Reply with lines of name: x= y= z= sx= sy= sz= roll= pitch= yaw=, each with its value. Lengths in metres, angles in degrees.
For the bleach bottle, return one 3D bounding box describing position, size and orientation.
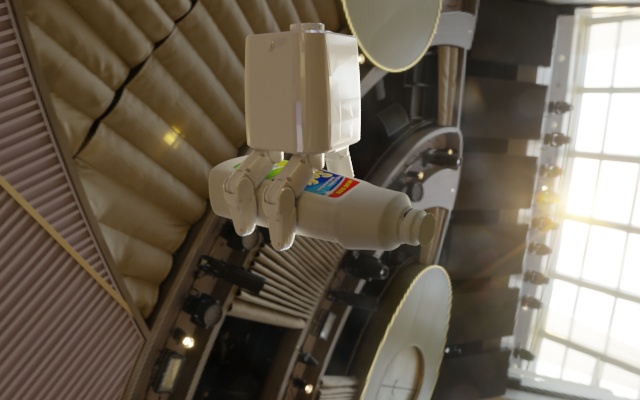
bleach bottle: x=0.000 y=0.002 z=0.478 sx=0.251 sy=0.068 sz=0.102 roll=12 pitch=22 yaw=40
